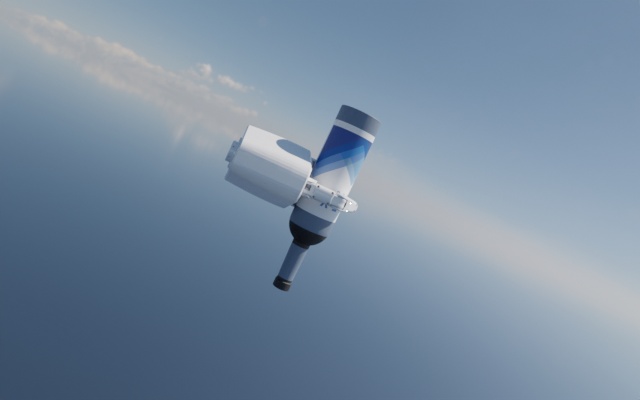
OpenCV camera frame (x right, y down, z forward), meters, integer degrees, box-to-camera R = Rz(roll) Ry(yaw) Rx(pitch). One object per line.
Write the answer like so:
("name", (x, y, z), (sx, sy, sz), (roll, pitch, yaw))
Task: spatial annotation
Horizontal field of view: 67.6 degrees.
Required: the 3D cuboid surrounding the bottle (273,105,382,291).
("bottle", (0.000, 0.002, 0.732), (0.069, 0.296, 0.069), (25, 4, -2))
